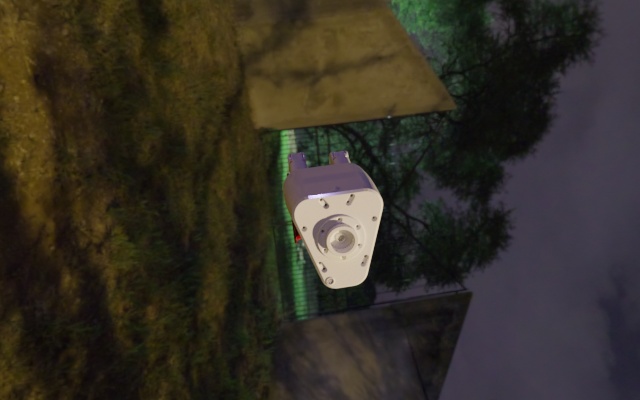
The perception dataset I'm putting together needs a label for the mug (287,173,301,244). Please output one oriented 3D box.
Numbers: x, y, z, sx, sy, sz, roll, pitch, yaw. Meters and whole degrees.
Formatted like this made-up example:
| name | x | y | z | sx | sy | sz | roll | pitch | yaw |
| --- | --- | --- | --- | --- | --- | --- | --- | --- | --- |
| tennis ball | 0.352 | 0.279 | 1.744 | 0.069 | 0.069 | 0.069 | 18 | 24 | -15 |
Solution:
| name | x | y | z | sx | sy | sz | roll | pitch | yaw |
| --- | --- | --- | --- | --- | --- | --- | --- | --- | --- |
| mug | 0.000 | 0.002 | 0.638 | 0.081 | 0.093 | 0.117 | -7 | 19 | -4 |
